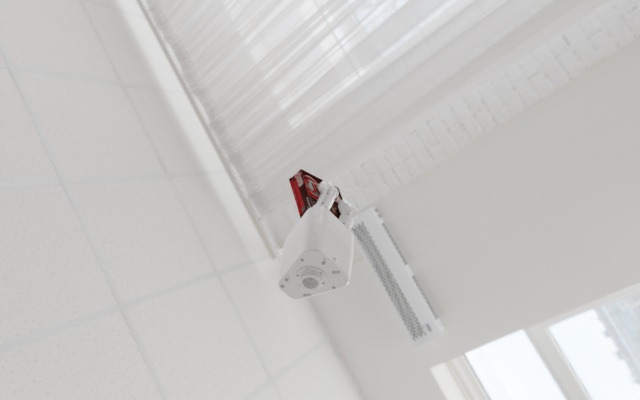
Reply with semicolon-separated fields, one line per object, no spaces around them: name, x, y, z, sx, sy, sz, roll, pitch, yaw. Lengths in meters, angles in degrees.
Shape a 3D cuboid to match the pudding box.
pudding box;0.000;0.003;0.866;0.039;0.090;0.113;-35;-37;24
